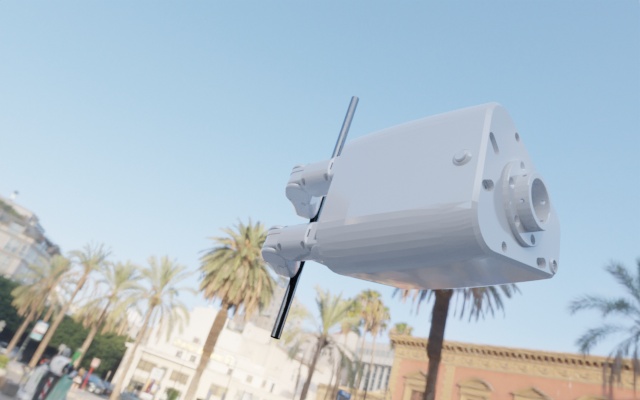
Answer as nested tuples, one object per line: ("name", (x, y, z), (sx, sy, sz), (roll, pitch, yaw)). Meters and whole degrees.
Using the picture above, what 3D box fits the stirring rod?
("stirring rod", (0.000, 0.001, 0.411), (0.011, 0.239, 0.011), (14, -28, 8))
